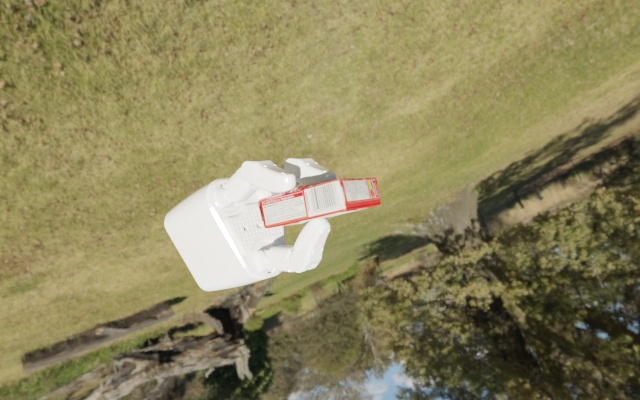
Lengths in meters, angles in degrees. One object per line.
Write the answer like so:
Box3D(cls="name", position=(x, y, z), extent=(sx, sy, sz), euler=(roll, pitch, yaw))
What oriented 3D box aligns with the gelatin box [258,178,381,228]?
Box3D(cls="gelatin box", position=(0.000, 0.002, 0.439), extent=(0.089, 0.030, 0.073), euler=(-14, -4, 31))
